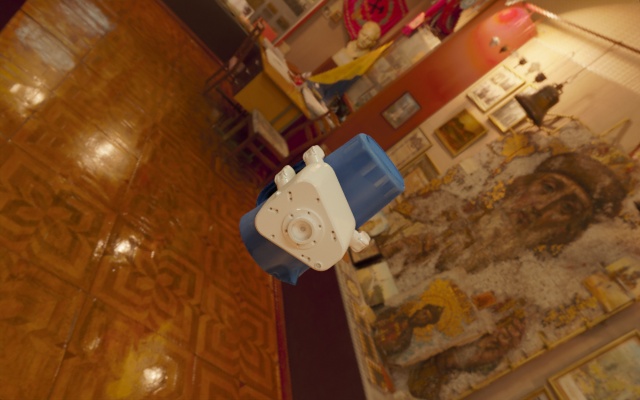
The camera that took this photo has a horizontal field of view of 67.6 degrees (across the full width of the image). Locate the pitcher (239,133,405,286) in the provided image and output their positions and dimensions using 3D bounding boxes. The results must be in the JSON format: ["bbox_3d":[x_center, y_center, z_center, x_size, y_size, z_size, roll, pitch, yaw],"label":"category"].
[{"bbox_3d":[0.000,0.003,0.739,0.243,0.149,0.145,-38,4,16],"label":"pitcher"}]
